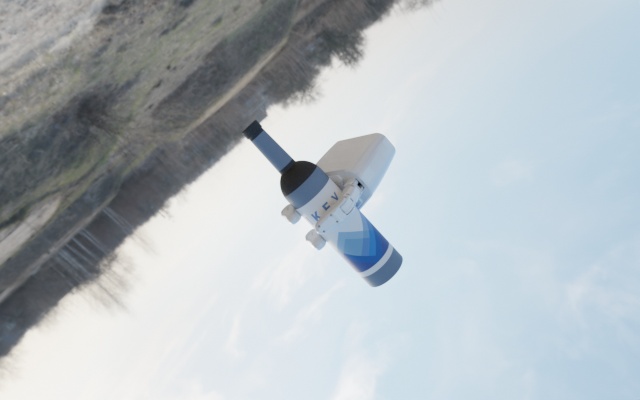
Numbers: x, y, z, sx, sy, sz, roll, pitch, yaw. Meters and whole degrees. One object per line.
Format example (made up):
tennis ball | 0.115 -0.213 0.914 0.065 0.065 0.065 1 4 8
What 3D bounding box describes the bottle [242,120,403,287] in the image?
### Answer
bottle | 0.000 0.002 0.687 0.069 0.296 0.069 -41 14 12
